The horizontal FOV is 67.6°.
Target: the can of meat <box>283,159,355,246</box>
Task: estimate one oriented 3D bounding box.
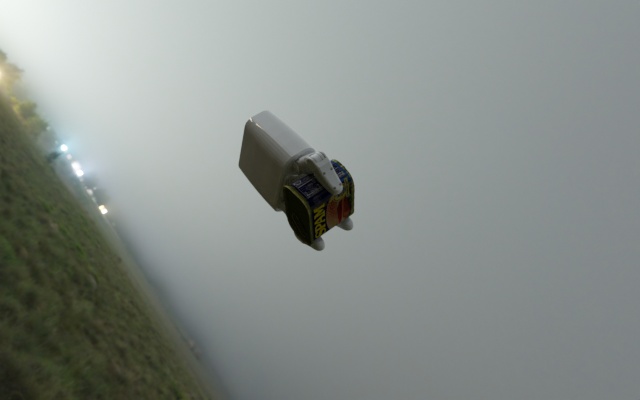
[{"bbox_3d":[0.000,0.002,0.669,0.084,0.102,0.057,-33,57,-22],"label":"can of meat"}]
